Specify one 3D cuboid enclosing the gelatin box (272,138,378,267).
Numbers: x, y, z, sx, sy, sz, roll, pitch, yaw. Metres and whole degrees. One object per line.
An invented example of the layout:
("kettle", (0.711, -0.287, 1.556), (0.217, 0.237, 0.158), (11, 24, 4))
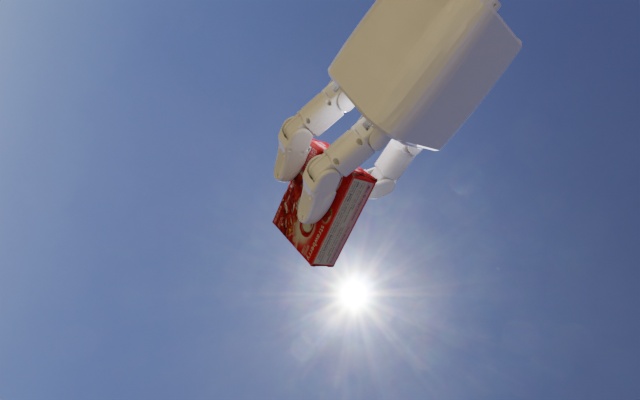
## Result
("gelatin box", (0.000, 0.002, 0.415), (0.030, 0.089, 0.073), (11, 22, -40))
